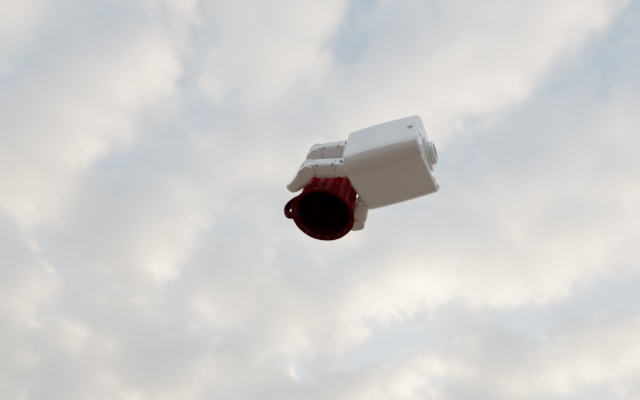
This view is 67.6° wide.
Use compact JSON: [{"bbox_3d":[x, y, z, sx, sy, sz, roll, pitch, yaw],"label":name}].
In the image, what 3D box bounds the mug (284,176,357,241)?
[{"bbox_3d":[-0.001,0.003,0.721,0.117,0.093,0.081,-13,30,22],"label":"mug"}]
